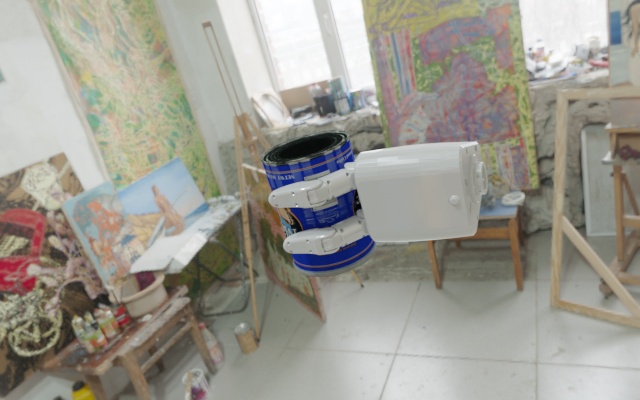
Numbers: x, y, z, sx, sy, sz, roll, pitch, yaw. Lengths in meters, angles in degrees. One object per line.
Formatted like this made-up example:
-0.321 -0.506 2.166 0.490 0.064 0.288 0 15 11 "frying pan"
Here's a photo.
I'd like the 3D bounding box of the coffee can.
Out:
0.000 0.002 0.553 0.103 0.140 0.102 -14 21 5 "coffee can"
